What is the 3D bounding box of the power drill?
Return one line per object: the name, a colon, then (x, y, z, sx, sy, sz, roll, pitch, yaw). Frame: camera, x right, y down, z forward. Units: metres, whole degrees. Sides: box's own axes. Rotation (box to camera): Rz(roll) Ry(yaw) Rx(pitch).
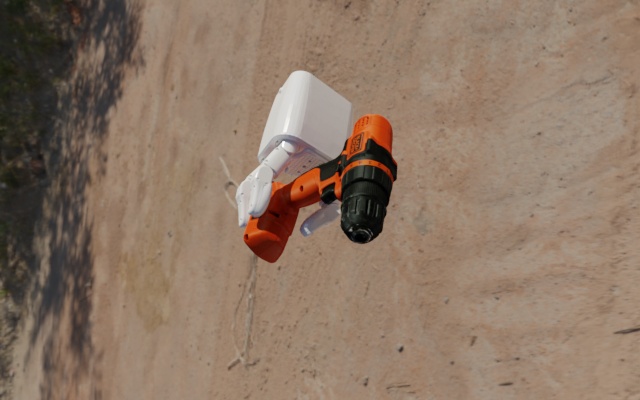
power drill: (0.000, 0.002, 0.529, 0.188, 0.057, 0.184, -28, 29, 31)
